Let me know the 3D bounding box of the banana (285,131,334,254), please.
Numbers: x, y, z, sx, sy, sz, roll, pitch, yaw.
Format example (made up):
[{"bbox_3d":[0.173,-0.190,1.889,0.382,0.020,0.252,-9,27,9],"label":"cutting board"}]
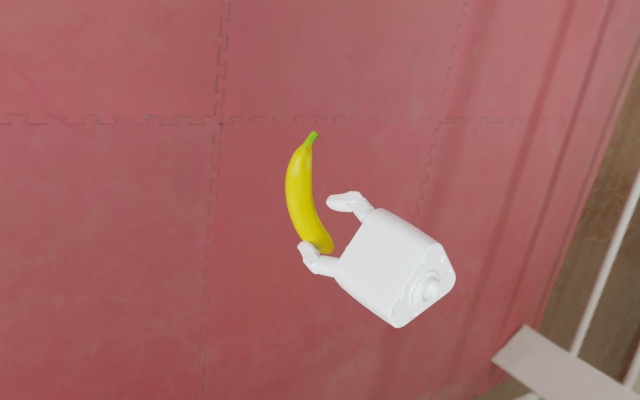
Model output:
[{"bbox_3d":[-0.016,0.006,0.681,0.069,0.198,0.037,-23,33,-27],"label":"banana"}]
